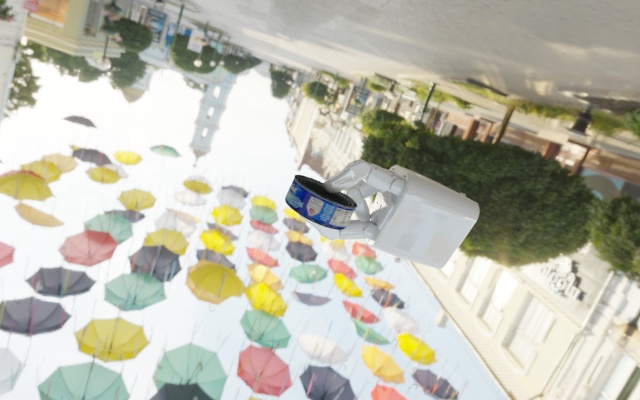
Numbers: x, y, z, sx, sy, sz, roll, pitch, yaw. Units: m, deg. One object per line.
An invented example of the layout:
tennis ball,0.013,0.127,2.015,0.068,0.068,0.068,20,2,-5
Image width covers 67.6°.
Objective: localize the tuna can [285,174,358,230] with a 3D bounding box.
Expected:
tuna can,0.000,0.002,0.586,0.086,0.034,0.086,25,12,-6
